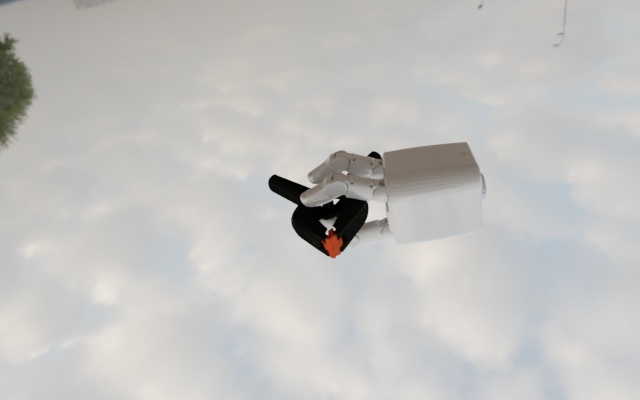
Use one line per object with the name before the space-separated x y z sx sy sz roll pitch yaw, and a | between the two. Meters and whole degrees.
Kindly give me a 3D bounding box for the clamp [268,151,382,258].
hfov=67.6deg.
clamp | 0.000 0.003 0.605 0.164 0.036 0.209 -11 29 11
